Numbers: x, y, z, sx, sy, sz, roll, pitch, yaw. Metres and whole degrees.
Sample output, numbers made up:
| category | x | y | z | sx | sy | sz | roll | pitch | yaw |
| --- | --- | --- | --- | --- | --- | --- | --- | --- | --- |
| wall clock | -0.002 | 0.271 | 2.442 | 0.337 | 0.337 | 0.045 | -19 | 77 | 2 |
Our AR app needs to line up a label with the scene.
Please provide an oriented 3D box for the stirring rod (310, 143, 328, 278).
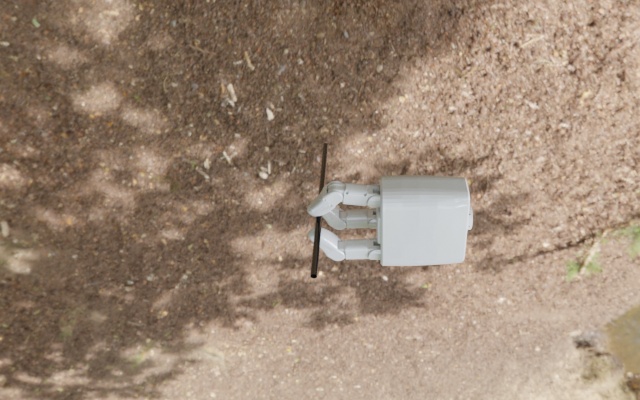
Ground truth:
| category | x | y | z | sx | sy | sz | roll | pitch | yaw |
| --- | --- | --- | --- | --- | --- | --- | --- | --- | --- |
| stirring rod | 0.000 | 0.002 | 0.634 | 0.011 | 0.239 | 0.011 | 3 | -44 | 3 |
